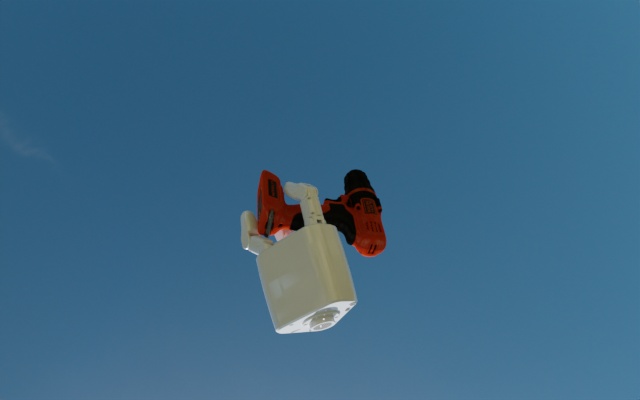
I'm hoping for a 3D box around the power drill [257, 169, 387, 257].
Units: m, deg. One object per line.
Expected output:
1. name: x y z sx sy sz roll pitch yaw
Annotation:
1. power drill: 0.000 0.003 0.723 0.187 0.057 0.184 6 36 -11
